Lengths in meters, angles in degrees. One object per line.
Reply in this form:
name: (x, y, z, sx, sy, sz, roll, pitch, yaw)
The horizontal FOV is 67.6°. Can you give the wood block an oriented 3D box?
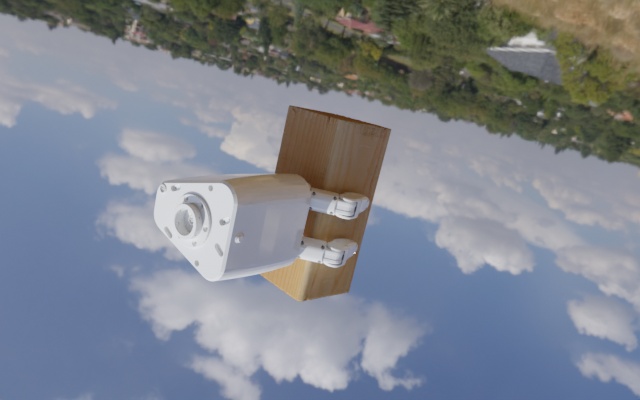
wood block: (0.000, 0.002, 0.568, 0.090, 0.206, 0.090, 0, 19, -46)
